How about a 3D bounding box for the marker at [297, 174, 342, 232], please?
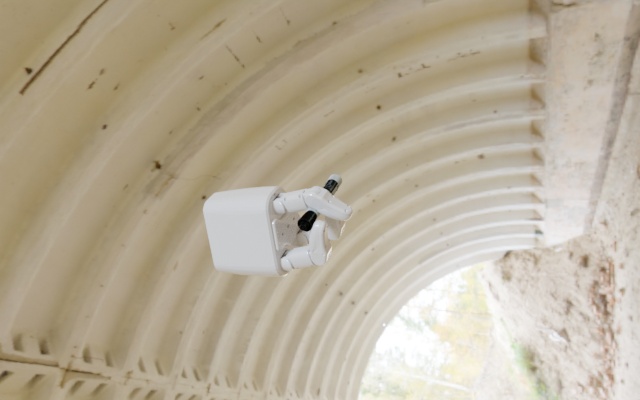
[{"bbox_3d":[0.000,0.002,0.612,0.020,0.020,0.121,0,31,24],"label":"marker"}]
